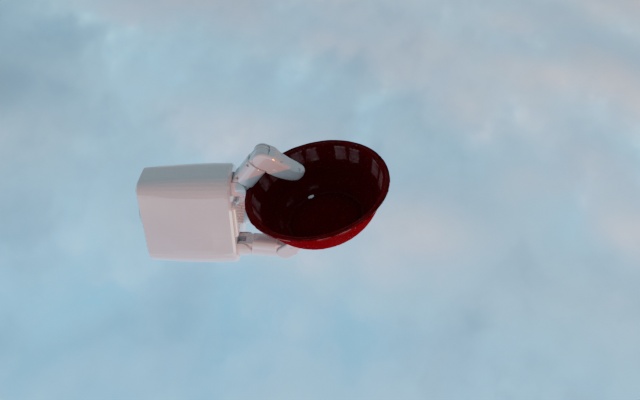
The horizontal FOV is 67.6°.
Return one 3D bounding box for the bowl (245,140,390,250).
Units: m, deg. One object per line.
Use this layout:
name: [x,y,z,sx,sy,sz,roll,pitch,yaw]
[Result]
bowl: [0.001,0.002,0.535,0.162,0.055,0.162,-9,42,8]
